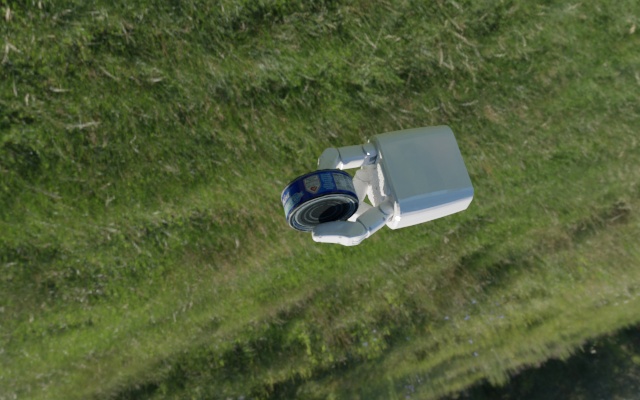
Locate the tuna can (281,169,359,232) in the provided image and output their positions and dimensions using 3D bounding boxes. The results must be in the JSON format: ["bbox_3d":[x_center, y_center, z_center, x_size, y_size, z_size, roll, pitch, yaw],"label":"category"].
[{"bbox_3d":[0.000,0.002,0.545,0.086,0.033,0.086,-13,-29,-7],"label":"tuna can"}]
